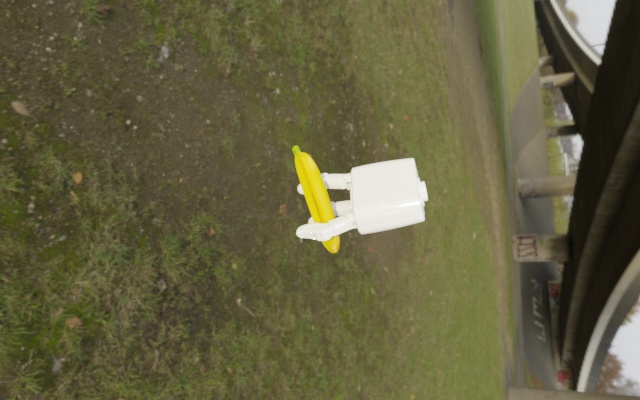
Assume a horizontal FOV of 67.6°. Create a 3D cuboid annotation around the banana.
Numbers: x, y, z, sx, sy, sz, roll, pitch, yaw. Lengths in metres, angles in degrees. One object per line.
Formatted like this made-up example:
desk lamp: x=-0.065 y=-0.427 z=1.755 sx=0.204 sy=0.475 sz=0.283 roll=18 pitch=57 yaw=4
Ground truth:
banana: x=-0.002 y=0.003 z=0.789 sx=0.037 sy=0.198 sz=0.069 roll=-17 pitch=11 yaw=5
